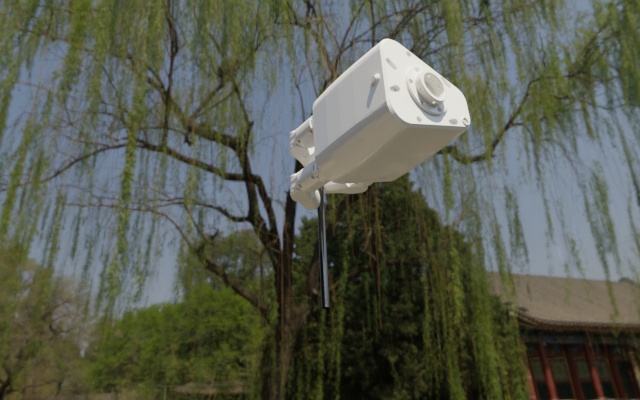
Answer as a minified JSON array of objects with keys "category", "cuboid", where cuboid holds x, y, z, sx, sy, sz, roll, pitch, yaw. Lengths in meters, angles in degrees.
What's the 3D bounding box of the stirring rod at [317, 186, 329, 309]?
[{"category":"stirring rod","cuboid":[0.000,0.002,0.540,0.011,0.239,0.011,-2,-26,-1]}]
